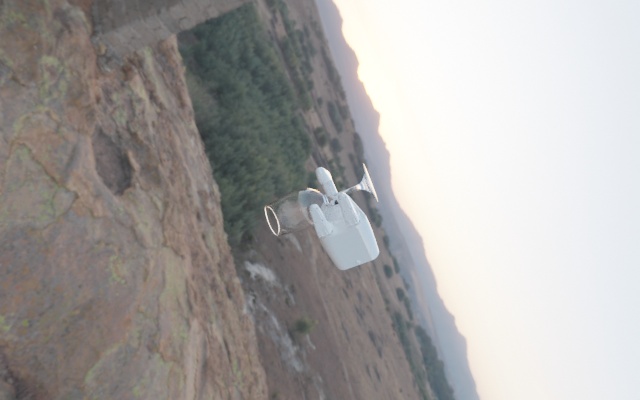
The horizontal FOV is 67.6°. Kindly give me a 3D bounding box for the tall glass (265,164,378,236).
[{"bbox_3d":[0.001,0.003,0.889,0.201,0.079,0.079,-21,-3,8],"label":"tall glass"}]
